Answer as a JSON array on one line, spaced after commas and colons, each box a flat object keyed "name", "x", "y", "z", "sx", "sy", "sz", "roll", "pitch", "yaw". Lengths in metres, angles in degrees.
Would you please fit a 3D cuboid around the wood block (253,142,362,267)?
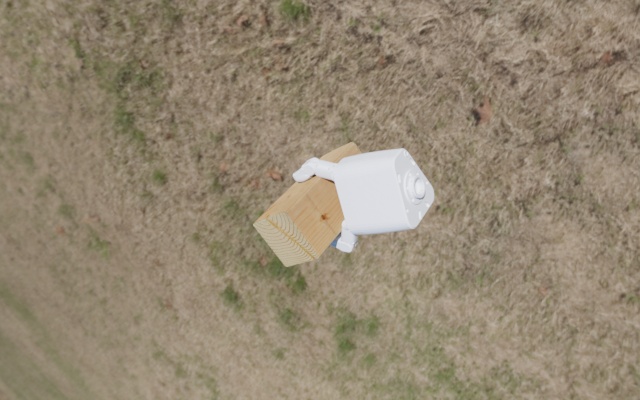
[{"name": "wood block", "x": 0.000, "y": 0.002, "z": 0.784, "sx": 0.090, "sy": 0.091, "sz": 0.206, "roll": -21, "pitch": 20, "yaw": 47}]
